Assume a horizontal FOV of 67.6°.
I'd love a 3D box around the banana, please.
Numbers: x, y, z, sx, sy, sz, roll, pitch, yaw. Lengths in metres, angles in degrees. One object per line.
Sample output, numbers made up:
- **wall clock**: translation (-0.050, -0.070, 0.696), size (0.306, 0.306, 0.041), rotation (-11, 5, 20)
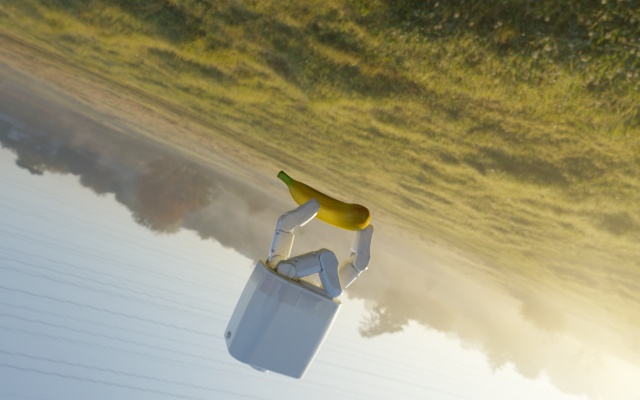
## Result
- **banana**: translation (0.010, 0.009, 0.637), size (0.070, 0.037, 0.197), rotation (34, -7, -39)
